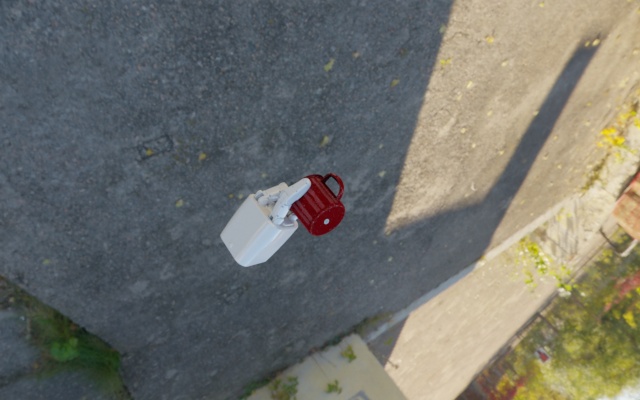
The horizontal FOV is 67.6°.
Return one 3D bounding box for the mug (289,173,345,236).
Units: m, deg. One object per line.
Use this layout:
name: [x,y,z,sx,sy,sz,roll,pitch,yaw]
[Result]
mug: [0.001,0.002,0.887,0.081,0.117,0.093,50,17,31]
